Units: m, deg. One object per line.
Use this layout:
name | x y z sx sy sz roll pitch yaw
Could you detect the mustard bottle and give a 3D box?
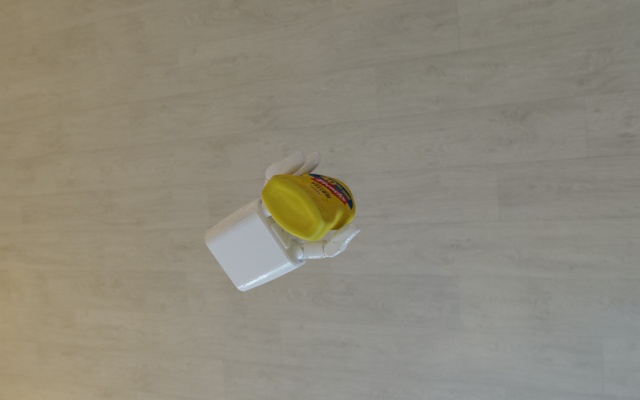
mustard bottle | 0.000 0.002 0.672 0.096 0.058 0.191 40 18 15
